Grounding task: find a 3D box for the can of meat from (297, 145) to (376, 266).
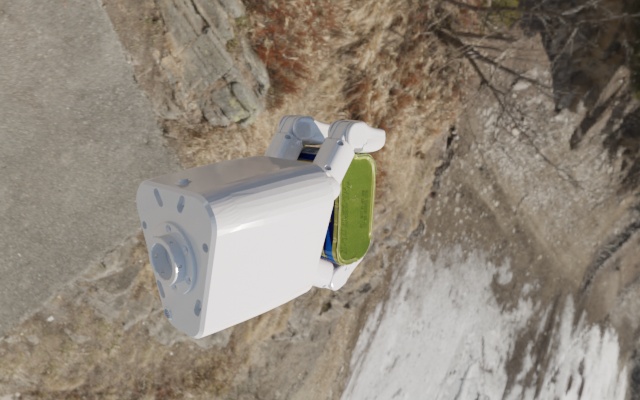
[{"bbox_3d":[0.000,0.002,0.430,0.084,0.102,0.057,12,16,40],"label":"can of meat"}]
